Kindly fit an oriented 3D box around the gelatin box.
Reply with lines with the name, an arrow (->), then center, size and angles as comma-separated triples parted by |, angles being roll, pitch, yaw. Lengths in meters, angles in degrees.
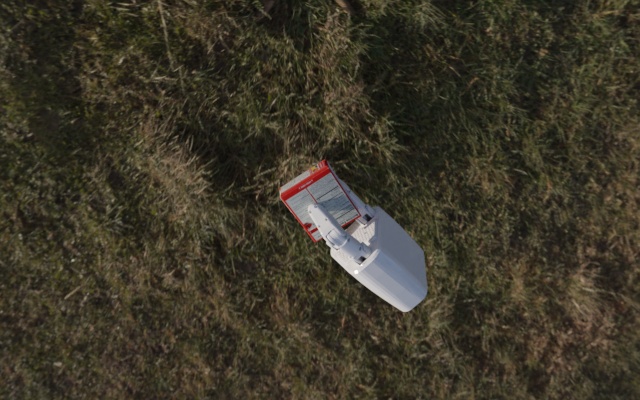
gelatin box -> 0.000, 0.002, 0.625 | 0.073, 0.089, 0.030 | -32, 29, 8
